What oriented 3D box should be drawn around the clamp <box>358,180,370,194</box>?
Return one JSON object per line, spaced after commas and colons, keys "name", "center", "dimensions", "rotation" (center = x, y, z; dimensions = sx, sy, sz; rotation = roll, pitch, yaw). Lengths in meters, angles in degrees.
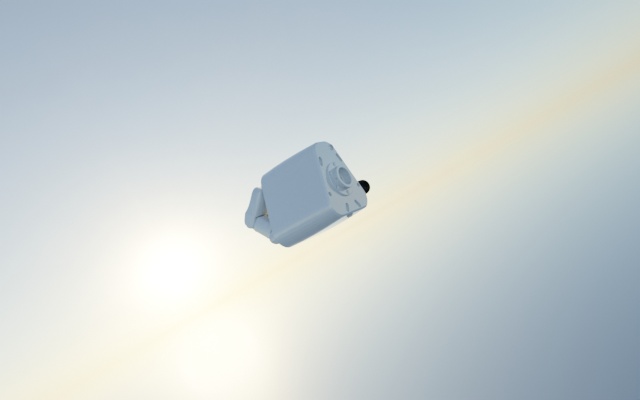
{"name": "clamp", "center": [0.000, 0.002, 0.765], "dimensions": [0.120, 0.039, 0.171], "rotation": [-26, -1, 36]}
